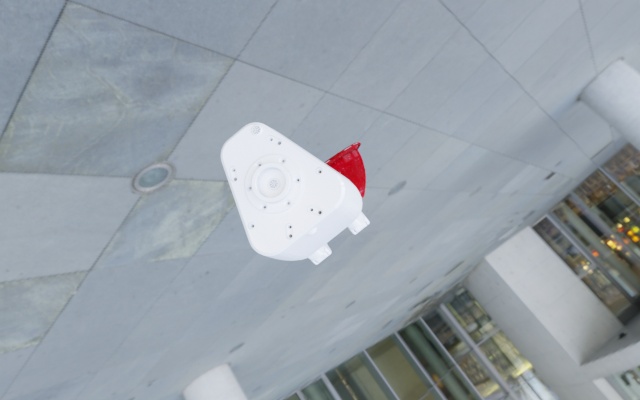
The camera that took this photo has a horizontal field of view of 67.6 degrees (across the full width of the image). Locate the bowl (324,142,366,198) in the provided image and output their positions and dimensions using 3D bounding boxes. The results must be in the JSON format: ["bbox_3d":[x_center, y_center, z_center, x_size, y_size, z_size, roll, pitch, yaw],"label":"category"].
[{"bbox_3d":[0.001,0.002,0.572,0.162,0.055,0.162,-38,-2,-2],"label":"bowl"}]
